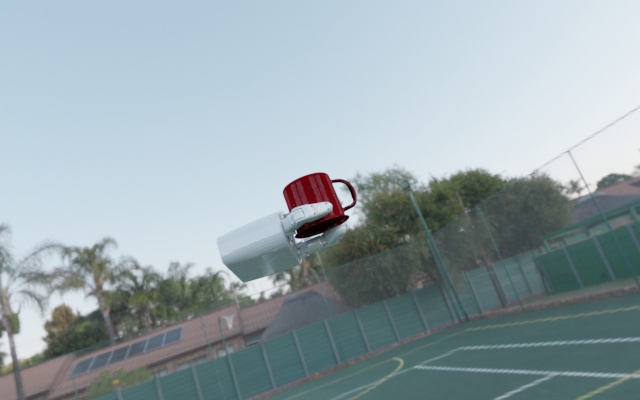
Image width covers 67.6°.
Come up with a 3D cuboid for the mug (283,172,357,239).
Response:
[{"bbox_3d":[0.001,0.002,0.766,0.117,0.081,0.093,-21,-14,0],"label":"mug"}]
